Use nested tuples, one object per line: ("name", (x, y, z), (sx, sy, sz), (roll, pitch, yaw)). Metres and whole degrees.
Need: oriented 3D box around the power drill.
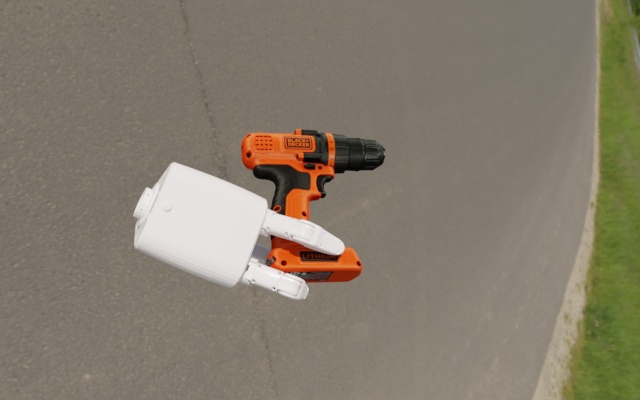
("power drill", (0.000, 0.002, 0.571), (0.184, 0.187, 0.057), (0, -27, -12))
